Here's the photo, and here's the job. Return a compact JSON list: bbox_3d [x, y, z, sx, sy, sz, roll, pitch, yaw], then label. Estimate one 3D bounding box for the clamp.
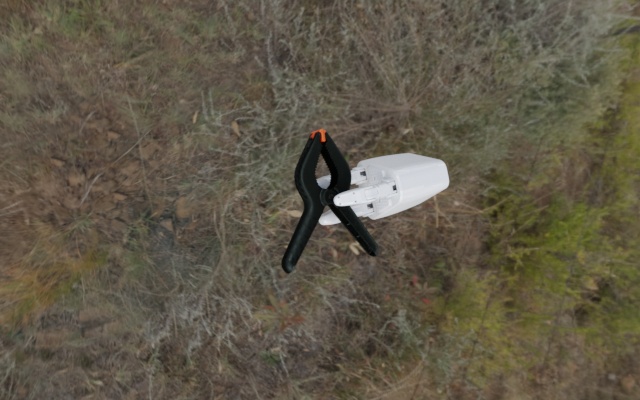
[{"bbox_3d":[0.001,0.002,0.708,0.164,0.210,0.036,-15,5,-31],"label":"clamp"}]
